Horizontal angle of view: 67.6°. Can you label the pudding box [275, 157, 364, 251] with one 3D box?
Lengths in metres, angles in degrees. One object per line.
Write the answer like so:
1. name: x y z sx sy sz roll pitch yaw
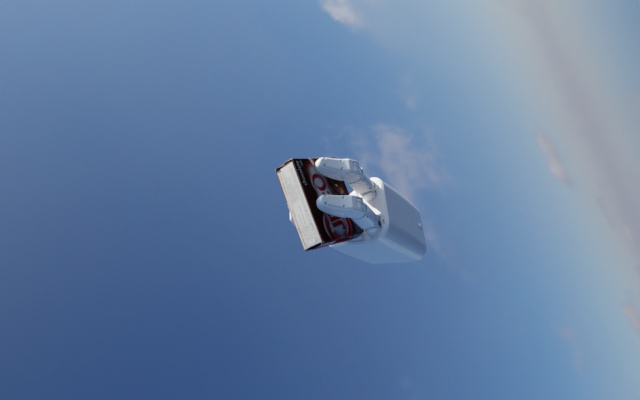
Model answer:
1. pudding box: 0.000 0.002 0.610 0.039 0.113 0.090 -30 -13 35
